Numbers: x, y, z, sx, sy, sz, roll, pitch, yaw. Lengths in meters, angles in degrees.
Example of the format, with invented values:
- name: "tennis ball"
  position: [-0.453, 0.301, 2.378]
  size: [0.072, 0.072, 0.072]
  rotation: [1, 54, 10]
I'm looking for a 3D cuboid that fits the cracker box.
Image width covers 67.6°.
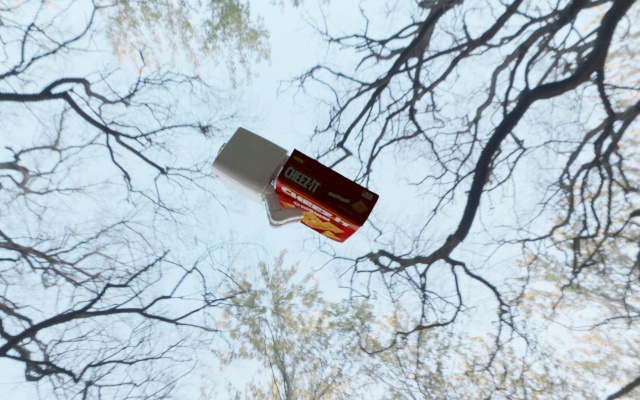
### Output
- name: "cracker box"
  position: [0.000, 0.003, 0.878]
  size: [0.164, 0.072, 0.214]
  rotation: [29, -14, 0]
